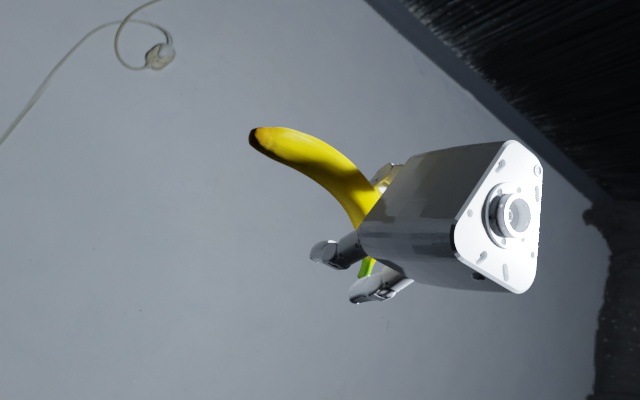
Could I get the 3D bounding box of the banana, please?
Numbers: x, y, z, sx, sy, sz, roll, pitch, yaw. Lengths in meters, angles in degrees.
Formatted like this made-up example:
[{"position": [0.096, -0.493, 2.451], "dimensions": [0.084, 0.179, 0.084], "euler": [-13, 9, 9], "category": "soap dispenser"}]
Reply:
[{"position": [0.014, -0.009, 0.470], "dimensions": [0.069, 0.198, 0.037], "euler": [-46, 20, -19], "category": "banana"}]
